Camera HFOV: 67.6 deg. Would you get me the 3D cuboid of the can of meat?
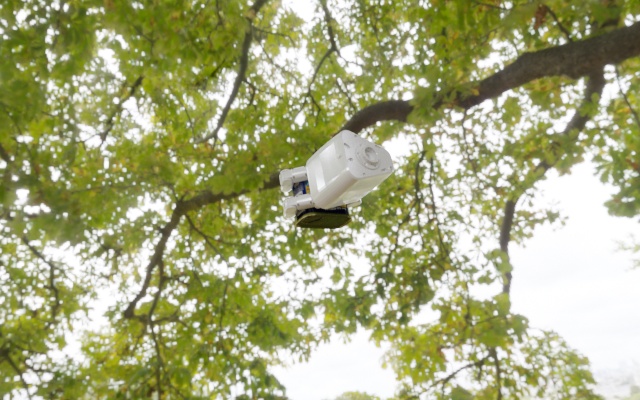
[{"bbox_3d":[0.000,0.003,0.880,0.102,0.084,0.057,4,-27,-29],"label":"can of meat"}]
